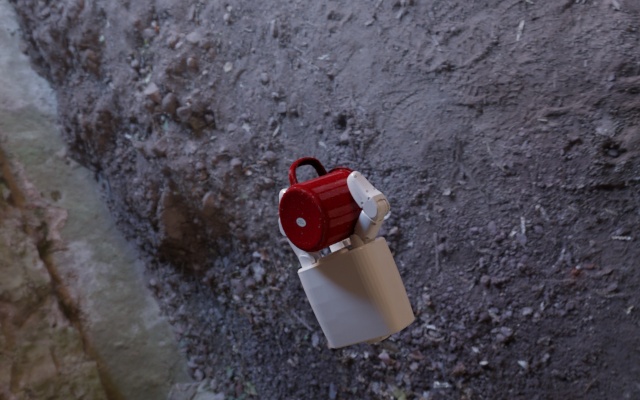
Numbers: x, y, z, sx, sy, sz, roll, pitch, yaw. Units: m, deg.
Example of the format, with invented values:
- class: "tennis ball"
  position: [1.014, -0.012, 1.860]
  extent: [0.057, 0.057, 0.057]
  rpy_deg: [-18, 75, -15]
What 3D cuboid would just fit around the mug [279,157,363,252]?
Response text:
- class: "mug"
  position: [-0.001, 0.001, 0.574]
  extent: [0.081, 0.117, 0.093]
  rpy_deg: [-19, -7, -43]
